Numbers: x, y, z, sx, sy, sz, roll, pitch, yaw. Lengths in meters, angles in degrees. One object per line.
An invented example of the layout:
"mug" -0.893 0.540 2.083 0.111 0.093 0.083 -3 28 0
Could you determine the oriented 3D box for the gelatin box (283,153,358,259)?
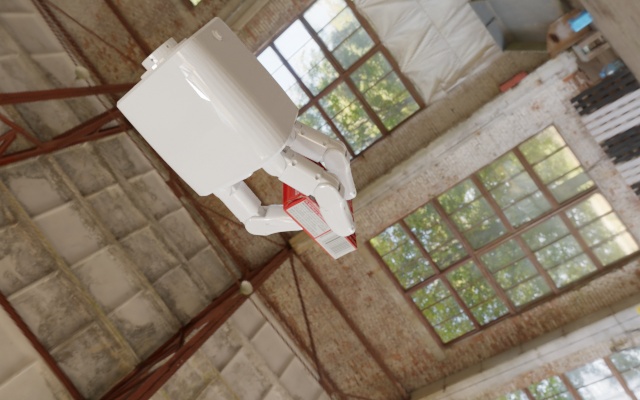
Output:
"gelatin box" 0.000 0.002 0.459 0.030 0.073 0.089 -27 -51 21
